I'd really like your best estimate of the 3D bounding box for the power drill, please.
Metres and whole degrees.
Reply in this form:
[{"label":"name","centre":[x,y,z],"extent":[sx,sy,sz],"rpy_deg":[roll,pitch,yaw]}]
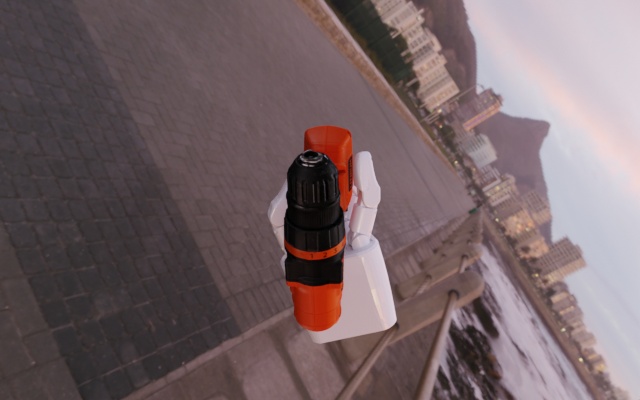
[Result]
[{"label":"power drill","centre":[0.000,0.001,0.463],"extent":[0.057,0.185,0.187],"rpy_deg":[4,36,5]}]
